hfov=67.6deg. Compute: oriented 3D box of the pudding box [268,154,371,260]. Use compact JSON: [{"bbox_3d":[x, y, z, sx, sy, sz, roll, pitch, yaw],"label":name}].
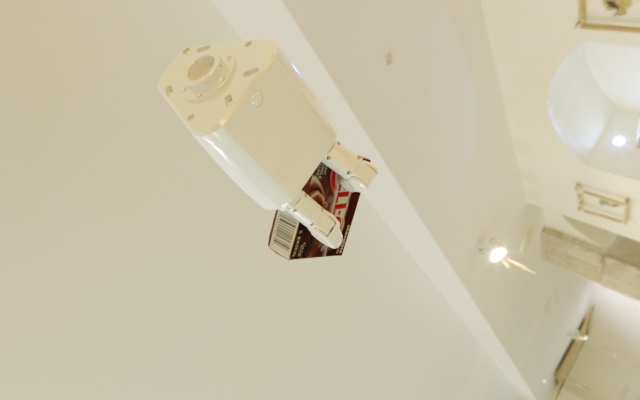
[{"bbox_3d":[0.000,0.002,0.489,0.039,0.113,0.090,26,13,36],"label":"pudding box"}]
